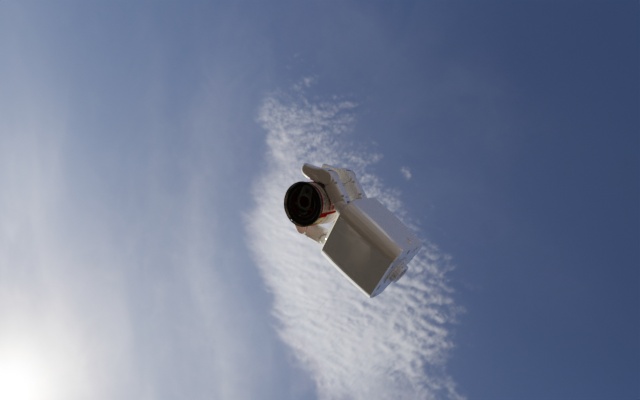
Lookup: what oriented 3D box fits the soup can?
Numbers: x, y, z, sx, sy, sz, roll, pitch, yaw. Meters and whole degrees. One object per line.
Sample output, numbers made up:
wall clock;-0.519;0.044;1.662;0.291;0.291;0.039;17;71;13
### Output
soup can;0.000;0.002;0.744;0.068;0.068;0.102;0;4;33
